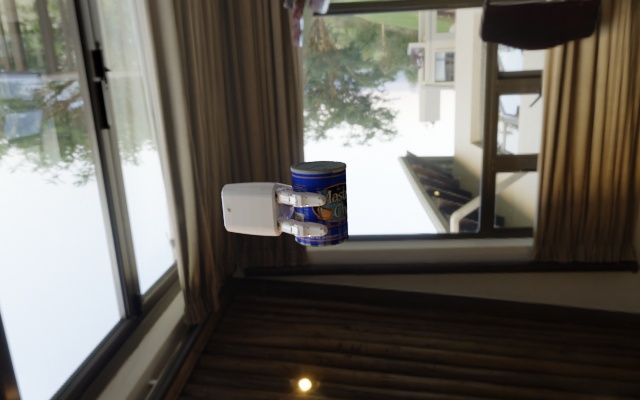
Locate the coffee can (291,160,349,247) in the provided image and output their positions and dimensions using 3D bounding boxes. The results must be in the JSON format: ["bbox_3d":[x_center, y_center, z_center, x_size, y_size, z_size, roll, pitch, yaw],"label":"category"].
[{"bbox_3d":[0.000,0.003,0.886,0.103,0.140,0.102,-3,14,1],"label":"coffee can"}]
